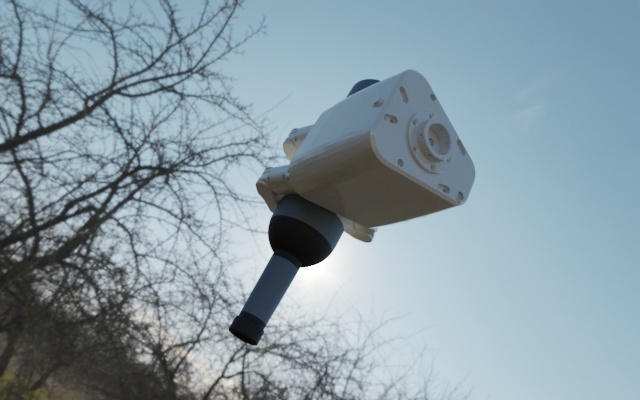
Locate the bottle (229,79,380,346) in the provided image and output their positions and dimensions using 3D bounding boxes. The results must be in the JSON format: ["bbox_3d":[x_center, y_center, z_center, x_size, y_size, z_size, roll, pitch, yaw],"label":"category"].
[{"bbox_3d":[0.000,0.001,0.464,0.069,0.295,0.069,22,-30,14],"label":"bottle"}]
